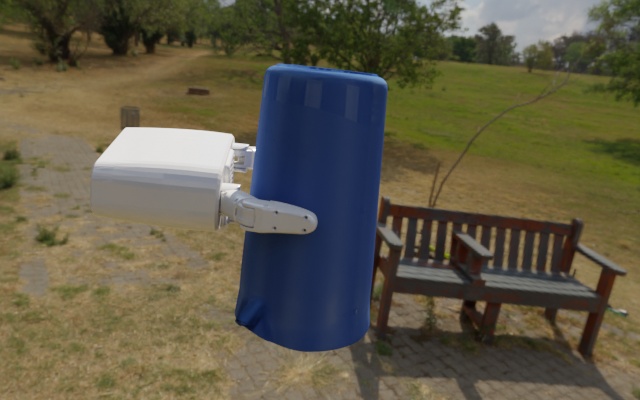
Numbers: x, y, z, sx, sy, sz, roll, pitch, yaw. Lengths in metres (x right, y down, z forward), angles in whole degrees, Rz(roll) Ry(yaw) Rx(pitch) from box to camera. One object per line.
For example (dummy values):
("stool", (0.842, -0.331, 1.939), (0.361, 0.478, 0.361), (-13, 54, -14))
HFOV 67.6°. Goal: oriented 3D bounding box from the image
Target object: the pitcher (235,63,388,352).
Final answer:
("pitcher", (0.000, 0.001, 0.453), (0.145, 0.243, 0.149), (5, 15, -6))
